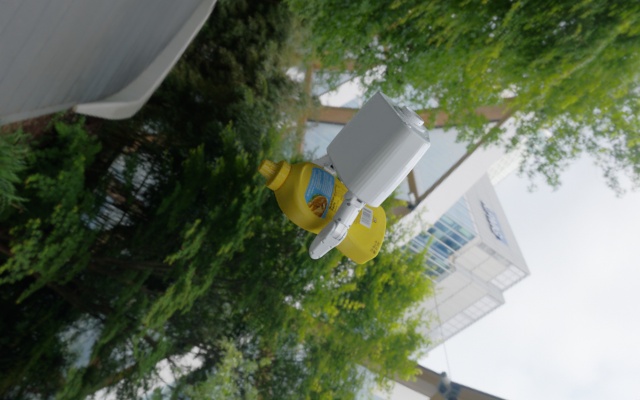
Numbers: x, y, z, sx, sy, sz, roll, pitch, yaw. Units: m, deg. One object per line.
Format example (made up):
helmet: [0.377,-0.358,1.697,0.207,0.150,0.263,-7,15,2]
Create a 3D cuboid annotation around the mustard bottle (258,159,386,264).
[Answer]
mustard bottle: [0.000,0.002,0.644,0.192,0.096,0.058,33,-43,-20]
